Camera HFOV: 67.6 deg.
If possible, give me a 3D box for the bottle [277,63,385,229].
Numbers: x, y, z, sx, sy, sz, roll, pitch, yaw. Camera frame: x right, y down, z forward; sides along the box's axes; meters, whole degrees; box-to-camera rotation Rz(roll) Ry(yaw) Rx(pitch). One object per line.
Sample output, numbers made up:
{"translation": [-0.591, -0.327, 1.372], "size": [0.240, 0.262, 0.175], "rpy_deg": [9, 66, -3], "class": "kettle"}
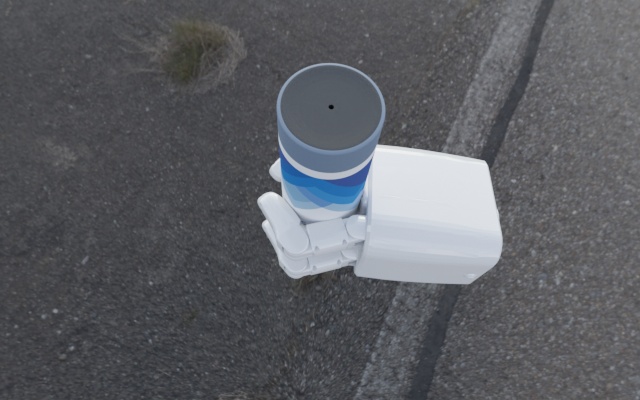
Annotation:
{"translation": [0.000, 0.001, 0.424], "size": [0.069, 0.069, 0.296], "rpy_deg": [0, -23, -3], "class": "bottle"}
